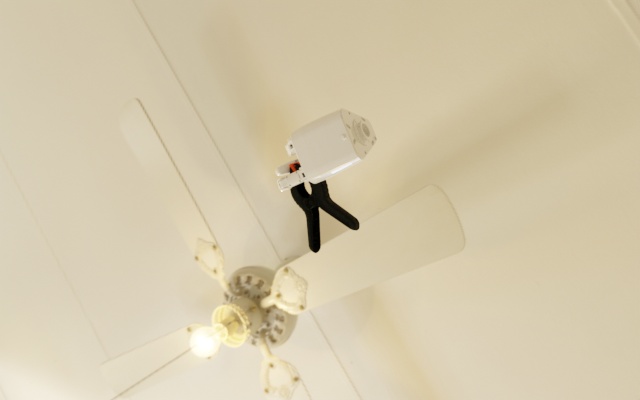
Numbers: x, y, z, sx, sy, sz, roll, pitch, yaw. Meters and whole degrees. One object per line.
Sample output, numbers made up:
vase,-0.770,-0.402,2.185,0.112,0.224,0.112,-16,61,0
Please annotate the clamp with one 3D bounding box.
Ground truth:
clamp,0.000,0.003,0.866,0.120,0.171,0.039,-22,0,32
